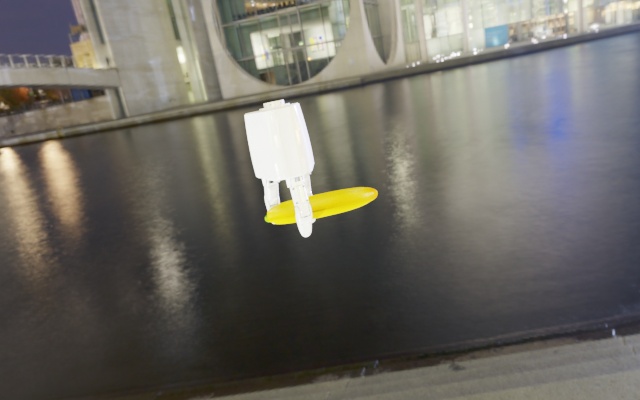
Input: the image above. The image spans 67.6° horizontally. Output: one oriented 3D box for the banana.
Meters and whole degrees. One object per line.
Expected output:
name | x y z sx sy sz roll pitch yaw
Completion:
banana | -0.005 0.007 0.777 0.198 0.037 0.069 -11 10 8
